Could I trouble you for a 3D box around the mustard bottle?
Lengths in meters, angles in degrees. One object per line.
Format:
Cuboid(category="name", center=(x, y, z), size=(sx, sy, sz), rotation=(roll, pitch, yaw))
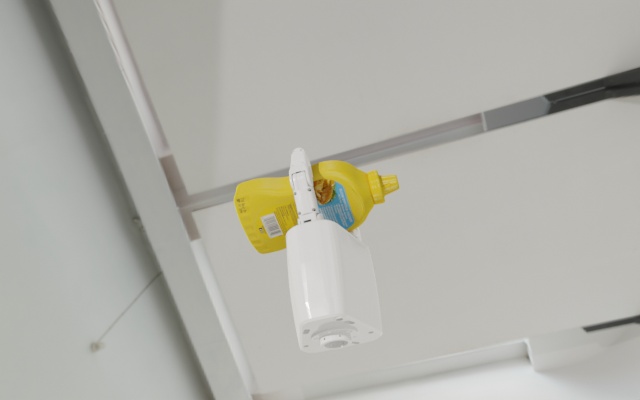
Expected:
Cuboid(category="mustard bottle", center=(0.000, 0.002, 0.579), size=(0.191, 0.096, 0.058), rotation=(-14, 31, 9))
